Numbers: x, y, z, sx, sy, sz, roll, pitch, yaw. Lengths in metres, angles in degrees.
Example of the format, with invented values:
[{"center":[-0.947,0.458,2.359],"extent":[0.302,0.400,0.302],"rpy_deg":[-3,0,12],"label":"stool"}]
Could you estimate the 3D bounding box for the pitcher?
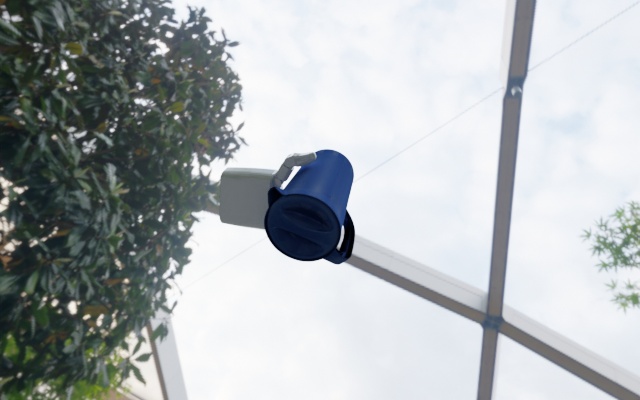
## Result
[{"center":[0.000,0.003,0.896],"extent":[0.145,0.149,0.242],"rpy_deg":[6,29,11],"label":"pitcher"}]
